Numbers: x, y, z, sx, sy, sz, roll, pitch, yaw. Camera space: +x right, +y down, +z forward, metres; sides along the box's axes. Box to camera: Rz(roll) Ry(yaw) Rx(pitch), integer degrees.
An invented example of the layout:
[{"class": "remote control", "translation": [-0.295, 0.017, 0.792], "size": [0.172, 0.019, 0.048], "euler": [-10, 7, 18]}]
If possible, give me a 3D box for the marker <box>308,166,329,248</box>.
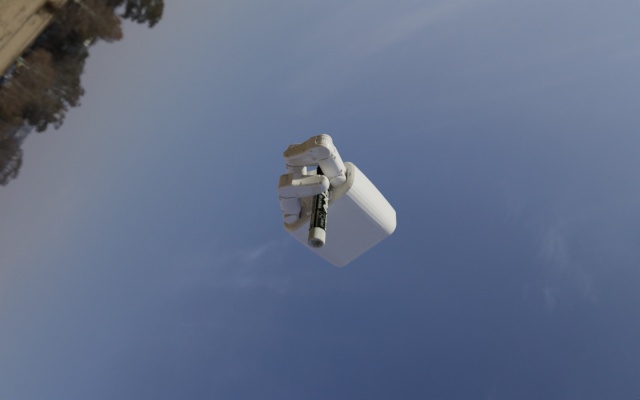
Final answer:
[{"class": "marker", "translation": [0.000, 0.002, 0.560], "size": [0.020, 0.121, 0.020], "euler": [3, -41, 3]}]
